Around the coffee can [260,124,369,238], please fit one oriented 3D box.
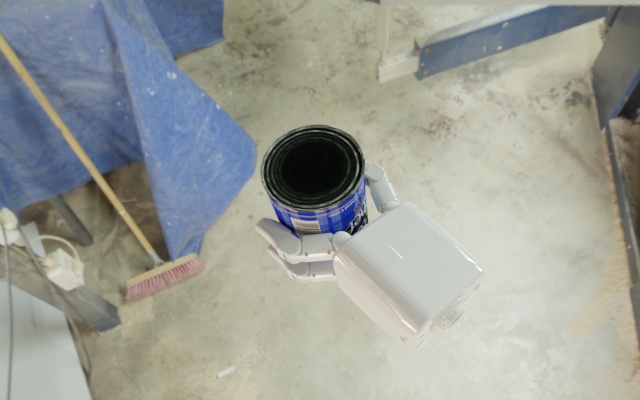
[{"bbox_3d":[0.000,0.002,0.519,0.103,0.102,0.140,0,-30,8],"label":"coffee can"}]
